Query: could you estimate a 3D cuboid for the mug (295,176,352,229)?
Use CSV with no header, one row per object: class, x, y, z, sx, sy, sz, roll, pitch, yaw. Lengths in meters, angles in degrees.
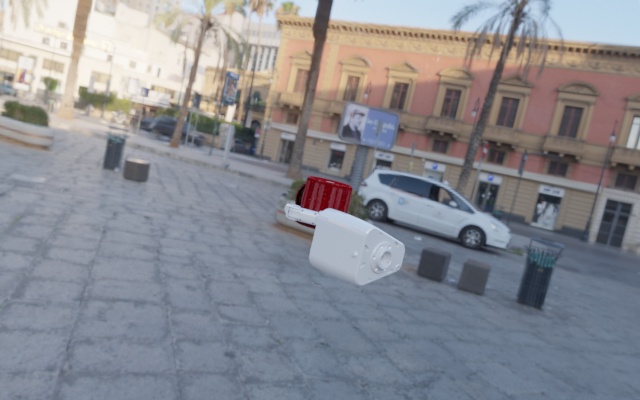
mug,-0.001,0.002,0.840,0.093,0.081,0.117,8,8,-44
